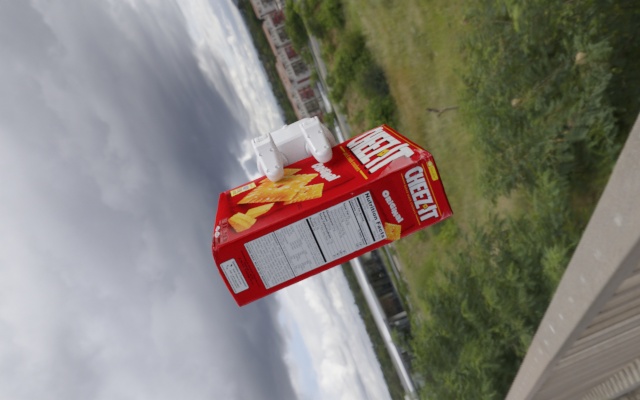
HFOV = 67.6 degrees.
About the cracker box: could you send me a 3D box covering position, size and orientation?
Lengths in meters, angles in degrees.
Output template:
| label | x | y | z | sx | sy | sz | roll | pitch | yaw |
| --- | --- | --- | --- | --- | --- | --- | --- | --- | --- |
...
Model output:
| label | x | y | z | sx | sy | sz | roll | pitch | yaw |
| --- | --- | --- | --- | --- | --- | --- | --- | --- | --- |
| cracker box | 0.000 | 0.002 | 0.492 | 0.214 | 0.072 | 0.164 | -24 | 20 | 0 |
